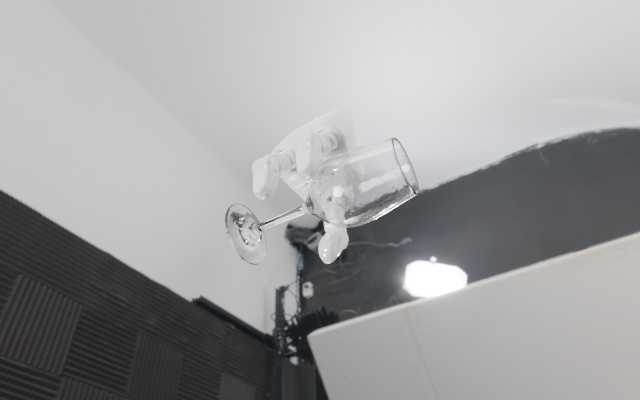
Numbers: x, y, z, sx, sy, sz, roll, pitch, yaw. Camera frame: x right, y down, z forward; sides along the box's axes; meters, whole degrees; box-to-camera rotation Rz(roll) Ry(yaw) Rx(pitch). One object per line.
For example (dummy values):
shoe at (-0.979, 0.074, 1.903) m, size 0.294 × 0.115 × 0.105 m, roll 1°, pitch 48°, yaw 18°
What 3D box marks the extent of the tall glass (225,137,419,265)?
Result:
tall glass at (-0.001, 0.002, 0.510) m, size 0.201 × 0.079 × 0.079 m, roll -23°, pitch -9°, yaw 22°
